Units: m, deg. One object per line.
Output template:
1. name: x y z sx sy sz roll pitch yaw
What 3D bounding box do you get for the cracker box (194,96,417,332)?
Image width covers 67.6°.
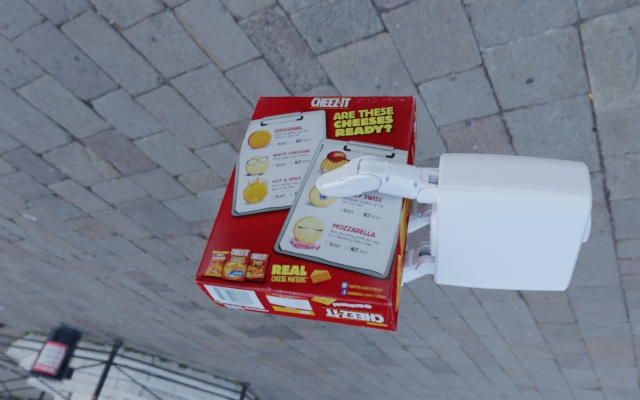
1. cracker box: 0.000 0.002 0.446 0.164 0.213 0.072 3 -33 14
